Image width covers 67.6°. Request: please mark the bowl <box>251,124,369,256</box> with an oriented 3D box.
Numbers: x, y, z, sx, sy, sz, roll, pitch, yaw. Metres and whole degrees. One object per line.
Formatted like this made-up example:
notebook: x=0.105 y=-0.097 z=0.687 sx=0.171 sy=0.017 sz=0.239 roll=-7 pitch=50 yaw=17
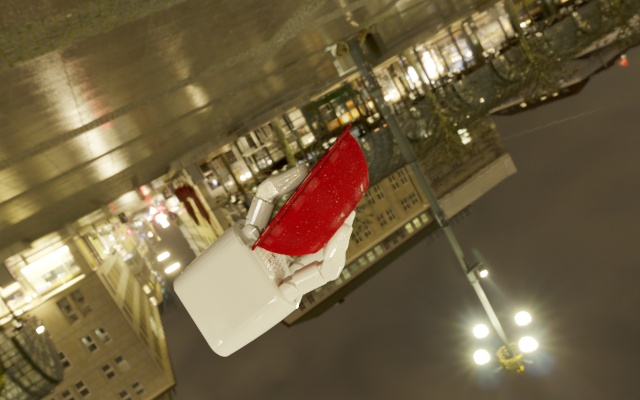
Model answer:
bowl: x=0.001 y=0.001 z=0.485 sx=0.055 sy=0.162 sz=0.162 roll=38 pitch=-2 yaw=-2
